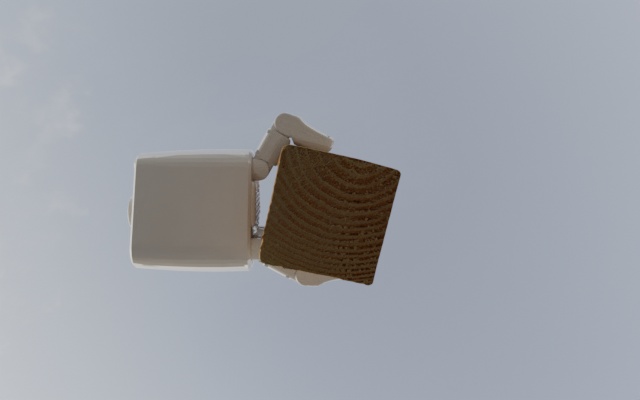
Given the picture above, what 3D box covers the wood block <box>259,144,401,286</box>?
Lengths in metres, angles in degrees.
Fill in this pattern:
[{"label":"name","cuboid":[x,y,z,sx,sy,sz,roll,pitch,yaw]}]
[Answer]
[{"label":"wood block","cuboid":[0.000,0.001,0.447,0.090,0.091,0.206,12,5,-5]}]
